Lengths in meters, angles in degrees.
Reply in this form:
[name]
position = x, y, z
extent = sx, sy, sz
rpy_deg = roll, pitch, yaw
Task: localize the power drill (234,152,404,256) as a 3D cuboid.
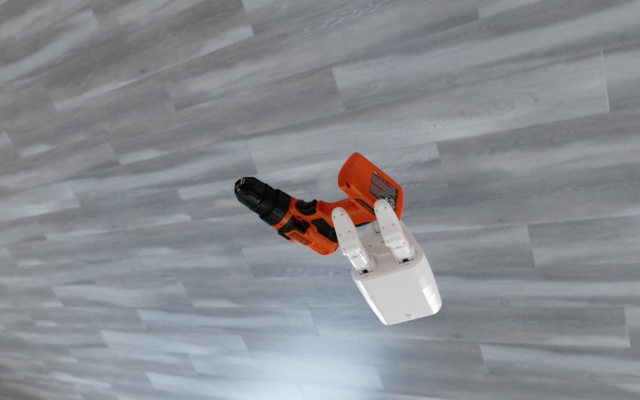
[power drill]
position = 0.001, 0.002, 0.635
extent = 0.184, 0.057, 0.188
rpy_deg = 33, -36, -30
